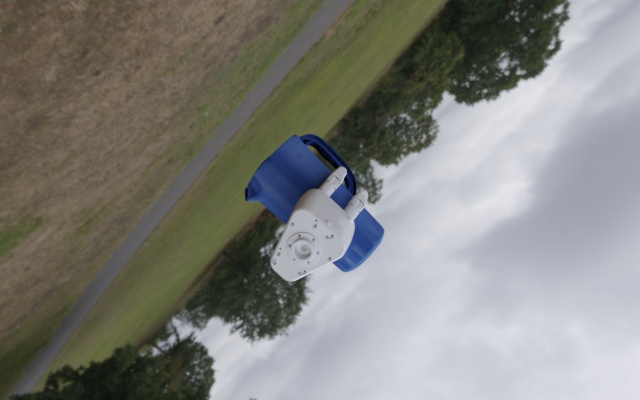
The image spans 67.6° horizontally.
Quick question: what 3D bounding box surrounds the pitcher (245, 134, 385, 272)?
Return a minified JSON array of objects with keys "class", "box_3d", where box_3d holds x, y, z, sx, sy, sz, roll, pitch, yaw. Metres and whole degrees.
[{"class":"pitcher","box_3d":[0.000,0.003,0.850,0.243,0.149,0.145,43,15,-3]}]
